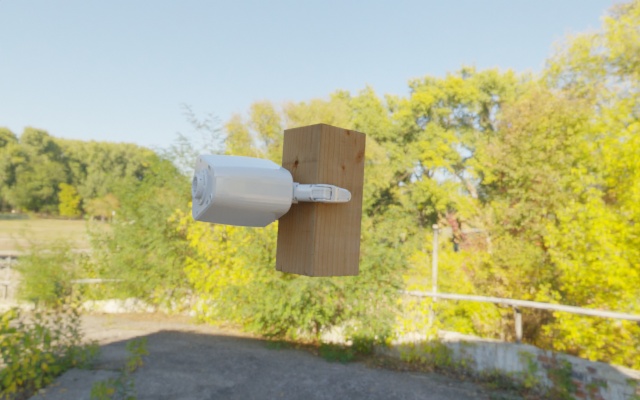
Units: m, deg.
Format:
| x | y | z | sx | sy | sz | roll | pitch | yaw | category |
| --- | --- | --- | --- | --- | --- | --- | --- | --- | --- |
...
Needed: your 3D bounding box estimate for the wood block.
| x | y | z | sx | sy | sz | roll | pitch | yaw | category |
| --- | --- | --- | --- | --- | --- | --- | --- | --- | --- |
| 0.000 | 0.002 | 0.692 | 0.090 | 0.206 | 0.091 | 6 | -3 | -41 | wood block |
